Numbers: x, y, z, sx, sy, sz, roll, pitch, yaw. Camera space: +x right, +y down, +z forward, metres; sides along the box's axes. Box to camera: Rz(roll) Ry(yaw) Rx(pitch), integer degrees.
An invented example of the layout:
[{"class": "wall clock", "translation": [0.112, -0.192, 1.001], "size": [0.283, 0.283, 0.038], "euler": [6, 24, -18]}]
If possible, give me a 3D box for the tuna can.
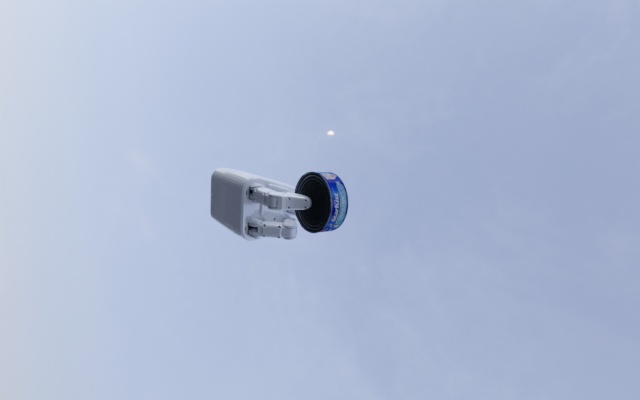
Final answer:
[{"class": "tuna can", "translation": [0.001, 0.002, 0.670], "size": [0.034, 0.086, 0.086], "euler": [-3, 2, -38]}]
